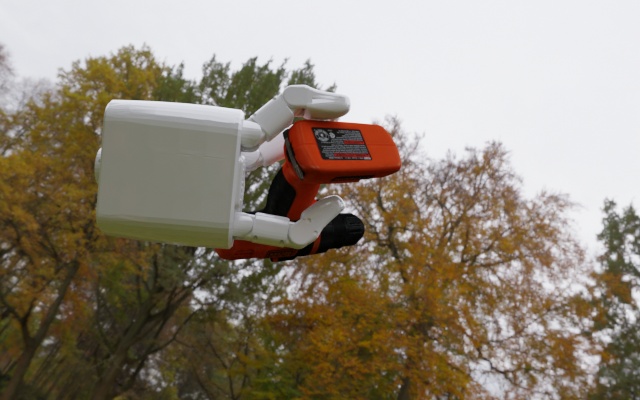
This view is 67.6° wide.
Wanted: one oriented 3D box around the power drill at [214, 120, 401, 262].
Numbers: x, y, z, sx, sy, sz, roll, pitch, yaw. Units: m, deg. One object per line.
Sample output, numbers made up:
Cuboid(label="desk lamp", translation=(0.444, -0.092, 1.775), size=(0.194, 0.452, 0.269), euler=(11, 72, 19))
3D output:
Cuboid(label="power drill", translation=(0.000, 0.001, 0.483), size=(0.184, 0.057, 0.188), euler=(-4, -32, -32))
